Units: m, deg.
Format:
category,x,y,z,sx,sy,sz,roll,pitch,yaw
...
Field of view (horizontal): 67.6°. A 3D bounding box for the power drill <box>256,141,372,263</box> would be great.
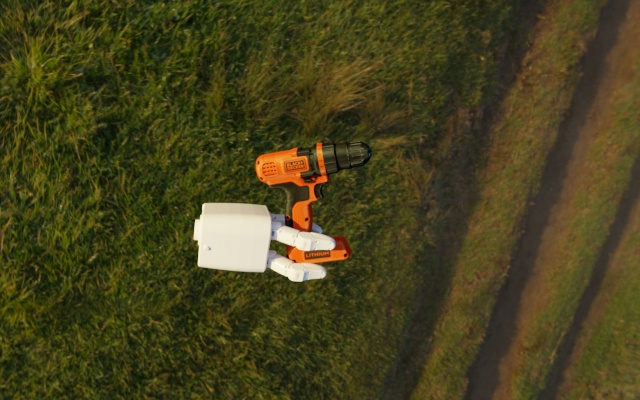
category,x,y,z,sx,sy,sz,roll,pitch,yaw
power drill,0.000,0.003,0.768,0.184,0.188,0.057,-8,8,9
